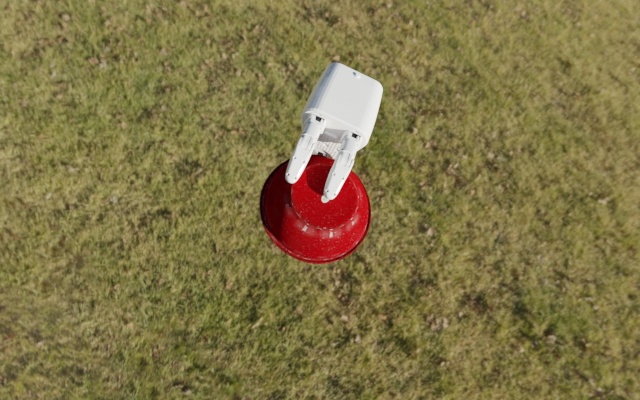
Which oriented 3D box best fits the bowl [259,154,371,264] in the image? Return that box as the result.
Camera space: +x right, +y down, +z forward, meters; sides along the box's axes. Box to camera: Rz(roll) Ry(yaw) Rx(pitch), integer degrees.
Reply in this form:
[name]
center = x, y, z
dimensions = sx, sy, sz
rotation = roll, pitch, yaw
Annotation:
[bowl]
center = 0.000, 0.003, 0.649
dimensions = 0.162, 0.162, 0.055
rotation = 0, -17, -14
